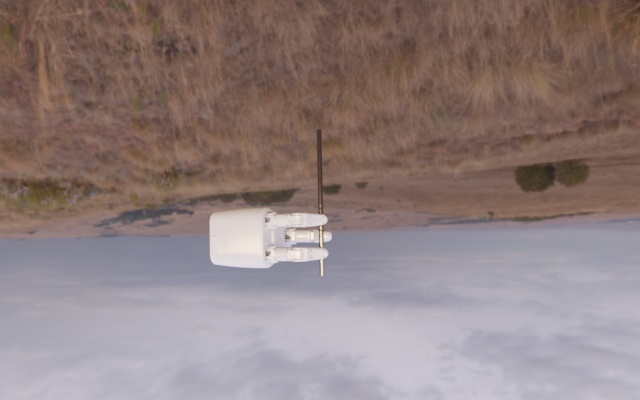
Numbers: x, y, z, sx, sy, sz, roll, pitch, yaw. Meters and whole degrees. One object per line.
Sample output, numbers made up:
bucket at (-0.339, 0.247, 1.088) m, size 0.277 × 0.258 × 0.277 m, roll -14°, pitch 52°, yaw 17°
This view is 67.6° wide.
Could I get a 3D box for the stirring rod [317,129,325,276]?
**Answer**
stirring rod at (0.000, 0.002, 0.786) m, size 0.011 × 0.239 × 0.011 m, roll -1°, pitch -3°, yaw 0°
